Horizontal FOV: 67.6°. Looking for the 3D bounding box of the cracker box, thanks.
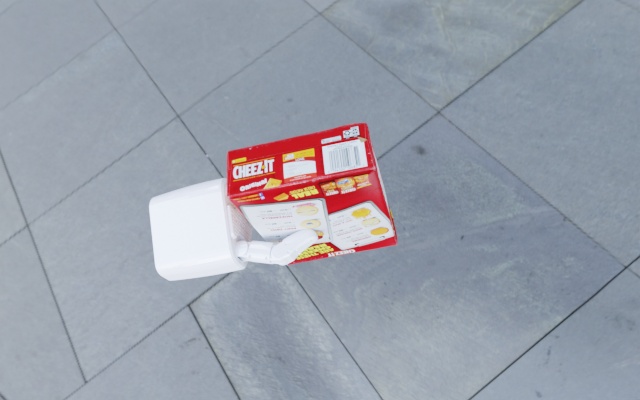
[{"bbox_3d":[0.000,0.002,0.599,0.164,0.072,0.214,-11,-29,10],"label":"cracker box"}]
